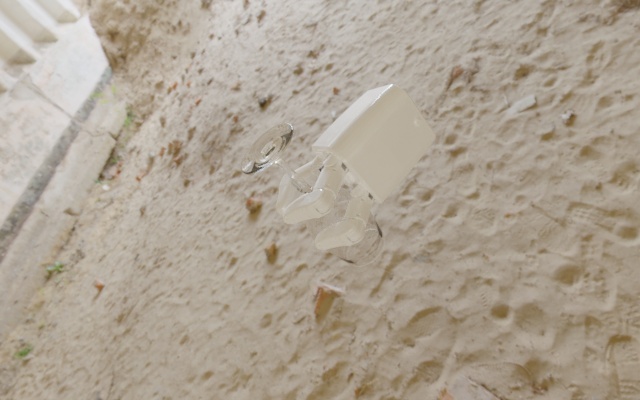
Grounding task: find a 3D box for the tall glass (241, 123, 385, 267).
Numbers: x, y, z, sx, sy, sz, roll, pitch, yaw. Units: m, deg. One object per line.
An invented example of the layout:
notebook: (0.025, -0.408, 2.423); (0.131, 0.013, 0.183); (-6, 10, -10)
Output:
tall glass: (0.000, 0.002, 0.574); (0.079, 0.079, 0.201); (0, -37, 48)
